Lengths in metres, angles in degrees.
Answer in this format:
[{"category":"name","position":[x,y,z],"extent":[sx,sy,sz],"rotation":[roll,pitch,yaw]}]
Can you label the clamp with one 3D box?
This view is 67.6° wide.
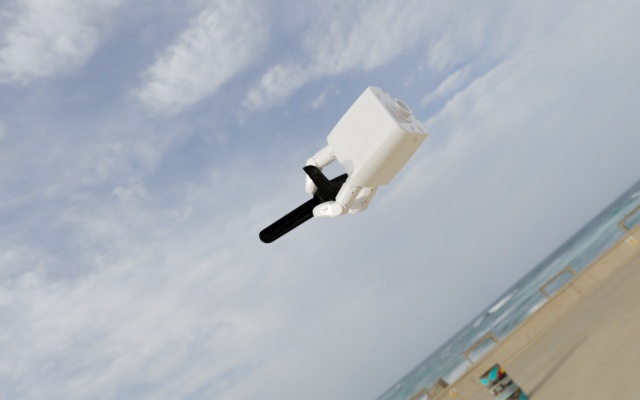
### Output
[{"category":"clamp","position":[0.000,0.002,0.782],"extent":[0.210,0.036,0.165],"rotation":[-7,-36,-53]}]
